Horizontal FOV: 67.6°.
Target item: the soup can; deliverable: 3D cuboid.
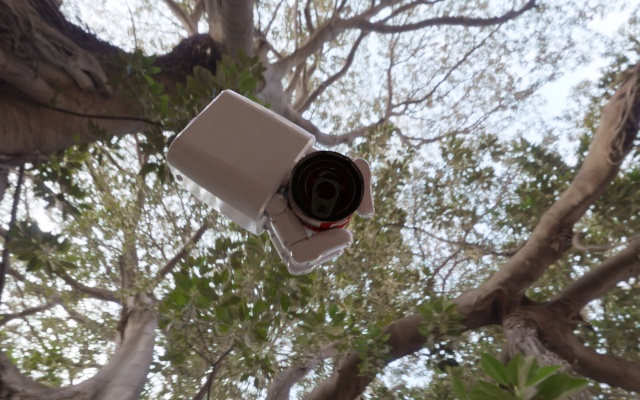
[{"bbox_3d":[0.001,0.002,0.470,0.068,0.068,0.102,0,-17,-7],"label":"soup can"}]
